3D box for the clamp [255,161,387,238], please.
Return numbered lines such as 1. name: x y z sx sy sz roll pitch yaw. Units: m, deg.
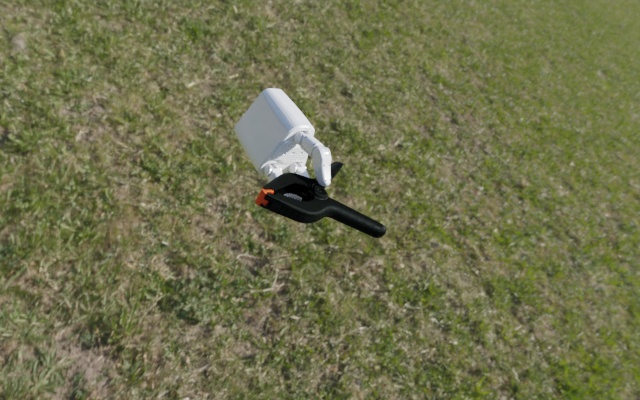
1. clamp: 0.000 0.002 0.736 0.210 0.164 0.036 -6 -40 -44
